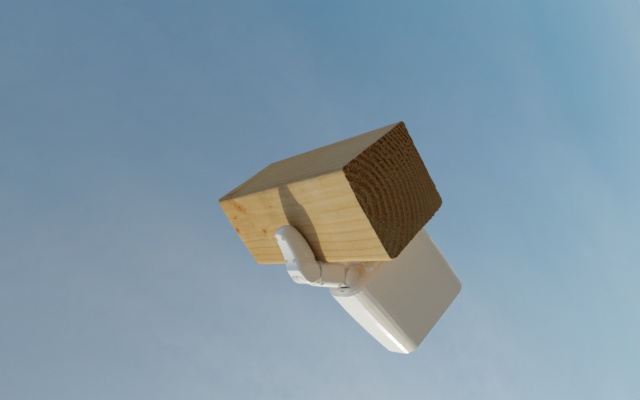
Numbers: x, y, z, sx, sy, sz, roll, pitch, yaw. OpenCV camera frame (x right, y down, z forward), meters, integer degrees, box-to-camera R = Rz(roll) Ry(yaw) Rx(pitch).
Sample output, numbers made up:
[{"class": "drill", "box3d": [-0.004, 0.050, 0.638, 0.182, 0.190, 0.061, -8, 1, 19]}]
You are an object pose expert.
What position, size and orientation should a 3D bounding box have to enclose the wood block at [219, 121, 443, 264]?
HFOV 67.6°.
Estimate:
[{"class": "wood block", "box3d": [0.000, 0.002, 0.475, 0.206, 0.090, 0.090, -11, 23, 50]}]
